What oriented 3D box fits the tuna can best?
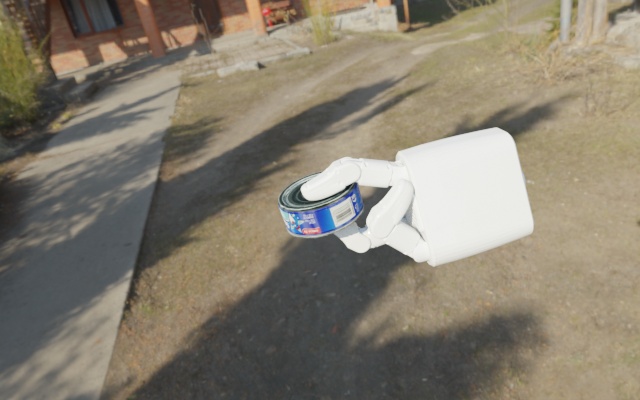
[{"bbox_3d":[0.000,0.001,0.495,0.086,0.034,0.086,-15,26,7],"label":"tuna can"}]
